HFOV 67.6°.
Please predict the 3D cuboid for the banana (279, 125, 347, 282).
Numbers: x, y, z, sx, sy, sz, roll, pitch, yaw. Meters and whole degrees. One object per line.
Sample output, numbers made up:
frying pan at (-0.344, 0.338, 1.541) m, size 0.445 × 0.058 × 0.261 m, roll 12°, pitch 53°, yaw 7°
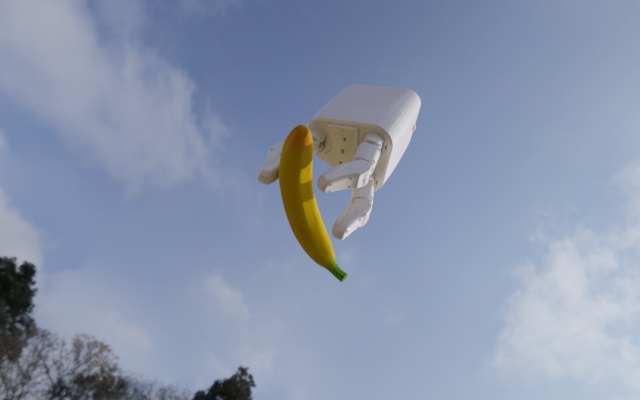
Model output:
banana at (-0.014, 0.002, 0.535) m, size 0.069 × 0.198 × 0.037 m, roll 10°, pitch 40°, yaw 37°
